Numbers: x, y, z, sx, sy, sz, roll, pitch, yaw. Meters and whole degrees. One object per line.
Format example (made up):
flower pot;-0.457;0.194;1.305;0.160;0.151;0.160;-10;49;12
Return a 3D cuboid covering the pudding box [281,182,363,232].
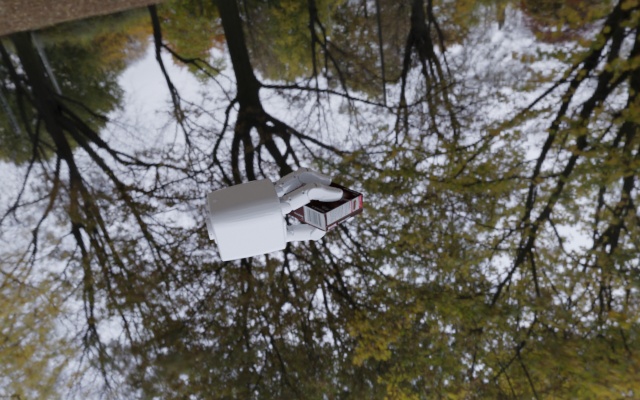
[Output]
pudding box;0.000;0.003;0.786;0.090;0.039;0.113;-27;37;-36
